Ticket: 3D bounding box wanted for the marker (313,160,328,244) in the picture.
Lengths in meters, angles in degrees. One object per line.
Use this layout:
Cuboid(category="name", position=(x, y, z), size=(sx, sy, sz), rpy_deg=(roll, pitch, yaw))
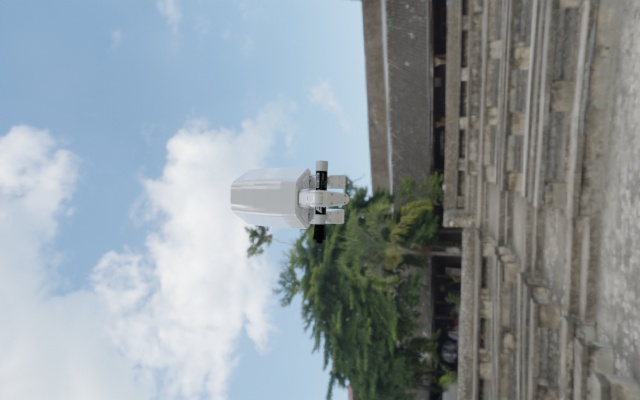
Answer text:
Cuboid(category="marker", position=(0.000, 0.002, 0.700), size=(0.020, 0.121, 0.020), rpy_deg=(2, -1, 0))
